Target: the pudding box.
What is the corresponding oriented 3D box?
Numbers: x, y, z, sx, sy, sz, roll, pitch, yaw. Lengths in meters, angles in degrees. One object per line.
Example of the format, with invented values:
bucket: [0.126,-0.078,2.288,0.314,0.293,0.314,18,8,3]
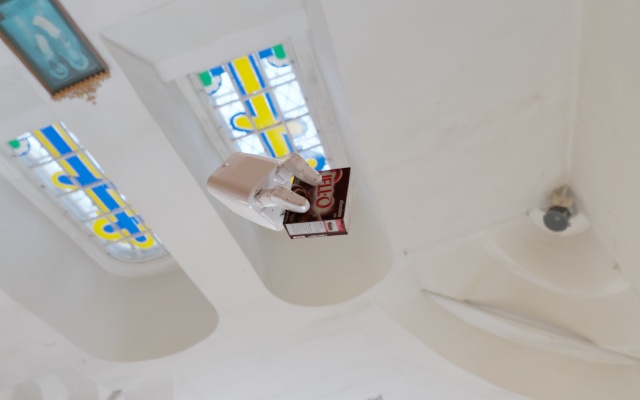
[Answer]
pudding box: [0.000,0.002,0.701,0.090,0.113,0.039,-7,-45,16]
